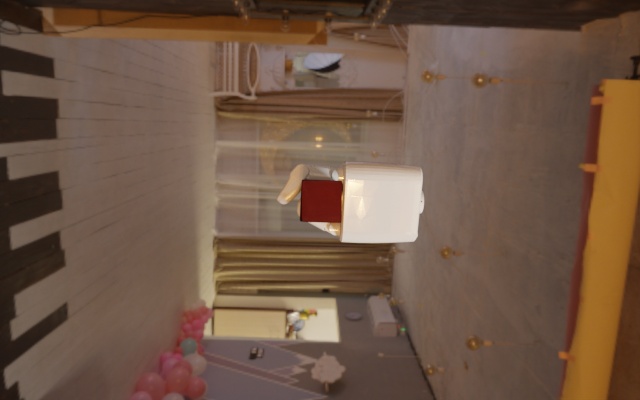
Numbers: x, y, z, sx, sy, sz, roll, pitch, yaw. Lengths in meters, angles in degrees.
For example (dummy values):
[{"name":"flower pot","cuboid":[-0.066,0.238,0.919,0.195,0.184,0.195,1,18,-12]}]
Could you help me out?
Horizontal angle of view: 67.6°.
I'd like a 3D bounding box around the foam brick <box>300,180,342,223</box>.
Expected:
[{"name":"foam brick","cuboid":[0.000,0.002,0.615,0.051,0.053,0.078,2,-1,-2]}]
